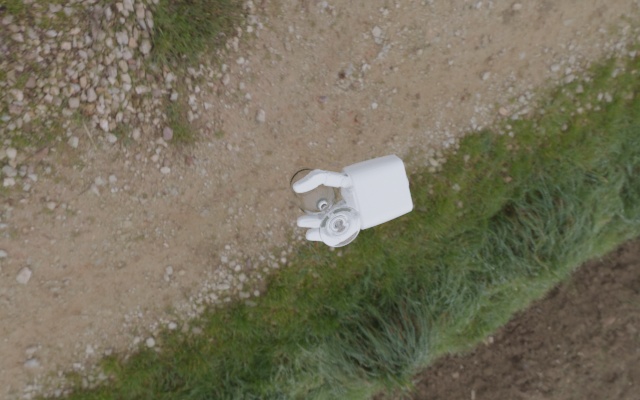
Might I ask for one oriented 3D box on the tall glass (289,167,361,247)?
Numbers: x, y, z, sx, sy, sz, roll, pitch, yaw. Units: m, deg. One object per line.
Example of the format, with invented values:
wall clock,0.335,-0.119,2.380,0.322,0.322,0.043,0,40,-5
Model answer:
tall glass,0.000,0.003,0.866,0.079,0.079,0.201,0,24,-22
